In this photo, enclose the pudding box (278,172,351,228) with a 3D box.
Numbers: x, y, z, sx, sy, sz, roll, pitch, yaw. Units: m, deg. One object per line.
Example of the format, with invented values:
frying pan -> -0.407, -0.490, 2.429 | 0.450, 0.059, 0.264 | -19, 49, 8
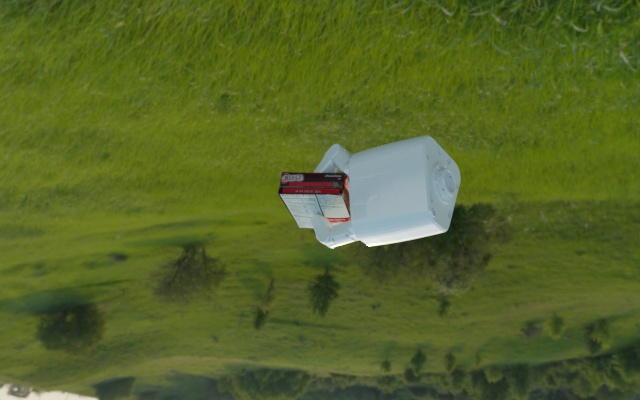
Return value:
pudding box -> 0.000, 0.002, 0.663 | 0.090, 0.039, 0.114 | 2, -29, 15
